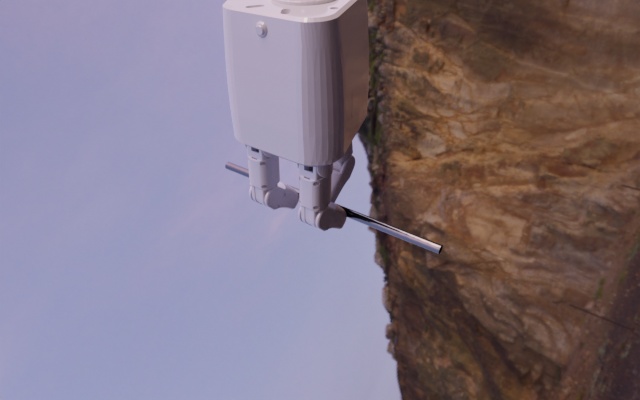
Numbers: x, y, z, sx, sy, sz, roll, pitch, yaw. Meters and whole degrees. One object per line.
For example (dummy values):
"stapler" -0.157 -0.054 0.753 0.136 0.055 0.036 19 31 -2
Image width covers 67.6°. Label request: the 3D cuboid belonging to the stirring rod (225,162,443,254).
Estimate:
"stirring rod" 0.000 0.001 0.448 0.239 0.011 0.011 21 11 29
